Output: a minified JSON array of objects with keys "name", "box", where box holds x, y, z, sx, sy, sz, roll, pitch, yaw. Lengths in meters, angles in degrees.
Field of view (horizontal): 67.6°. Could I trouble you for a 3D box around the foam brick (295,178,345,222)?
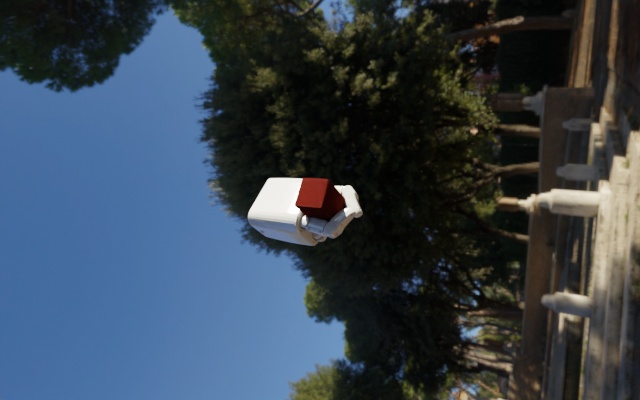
[{"name":"foam brick","box":[0.000,0.002,0.795,0.051,0.053,0.078,6,-22,27]}]
